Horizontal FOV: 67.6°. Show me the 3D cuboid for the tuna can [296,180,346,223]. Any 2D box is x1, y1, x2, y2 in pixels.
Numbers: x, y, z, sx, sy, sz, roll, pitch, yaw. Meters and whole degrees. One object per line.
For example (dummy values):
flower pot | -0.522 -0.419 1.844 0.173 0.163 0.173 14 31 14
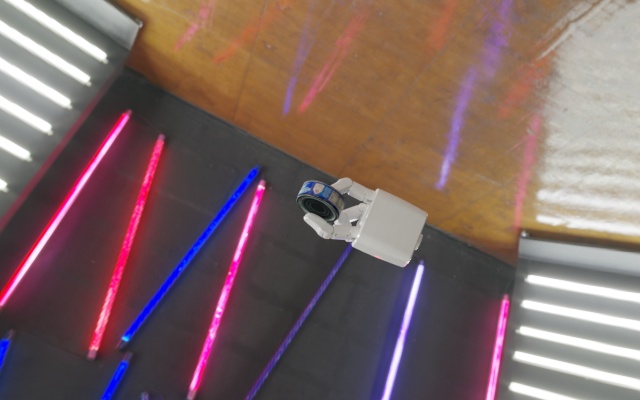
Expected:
tuna can | 0.000 0.003 0.866 0.086 0.033 0.086 22 -28 12
